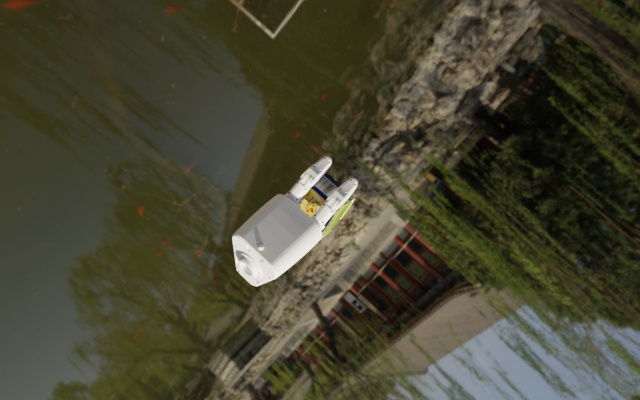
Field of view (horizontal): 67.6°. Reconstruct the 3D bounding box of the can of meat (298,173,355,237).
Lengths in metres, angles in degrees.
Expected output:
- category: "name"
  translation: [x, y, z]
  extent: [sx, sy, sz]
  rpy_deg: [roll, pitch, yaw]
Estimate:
- category: "can of meat"
  translation: [0.000, 0.003, 0.803]
  extent: [0.057, 0.084, 0.102]
  rpy_deg: [-41, -12, -37]
